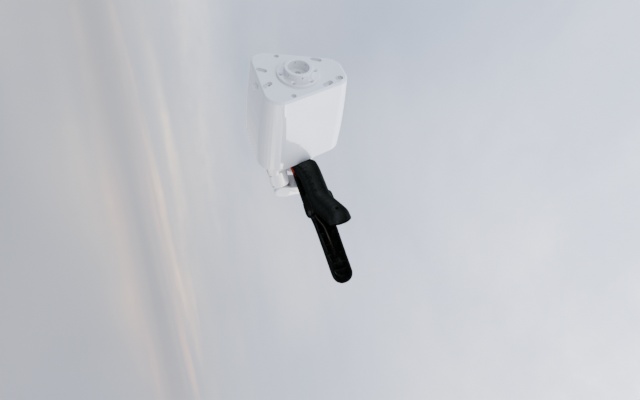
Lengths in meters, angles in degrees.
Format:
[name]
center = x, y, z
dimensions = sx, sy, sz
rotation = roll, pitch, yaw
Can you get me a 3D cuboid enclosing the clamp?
[clamp]
center = 0.001, 0.002, 0.569
dimensions = 0.039, 0.171, 0.120
rotation = -15, -34, -17
